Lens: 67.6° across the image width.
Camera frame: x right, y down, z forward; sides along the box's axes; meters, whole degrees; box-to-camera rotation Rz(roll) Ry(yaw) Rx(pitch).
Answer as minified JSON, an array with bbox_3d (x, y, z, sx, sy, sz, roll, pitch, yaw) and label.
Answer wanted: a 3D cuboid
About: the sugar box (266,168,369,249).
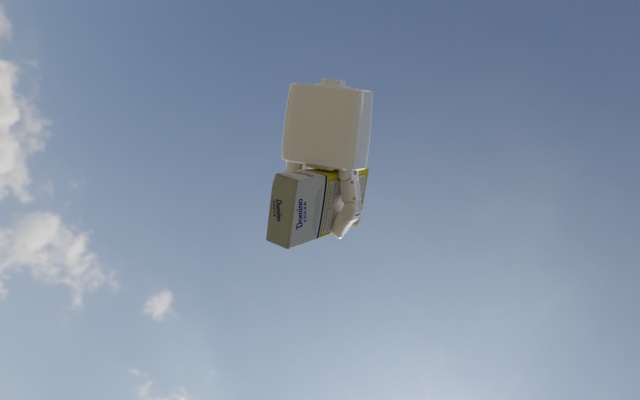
[{"bbox_3d":[0.000,0.002,0.664,0.048,0.093,0.176,19,17,34],"label":"sugar box"}]
